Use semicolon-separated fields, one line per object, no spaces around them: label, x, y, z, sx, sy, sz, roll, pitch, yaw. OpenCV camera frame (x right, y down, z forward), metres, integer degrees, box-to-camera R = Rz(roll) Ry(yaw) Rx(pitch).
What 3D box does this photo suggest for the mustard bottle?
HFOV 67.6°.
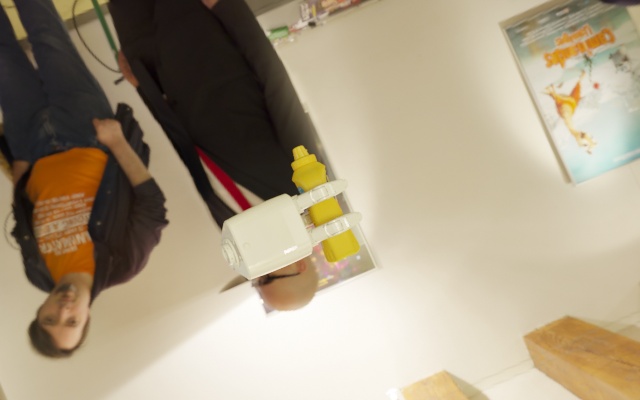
mustard bottle;0.001;0.003;0.770;0.058;0.191;0.096;-24;-1;-2
